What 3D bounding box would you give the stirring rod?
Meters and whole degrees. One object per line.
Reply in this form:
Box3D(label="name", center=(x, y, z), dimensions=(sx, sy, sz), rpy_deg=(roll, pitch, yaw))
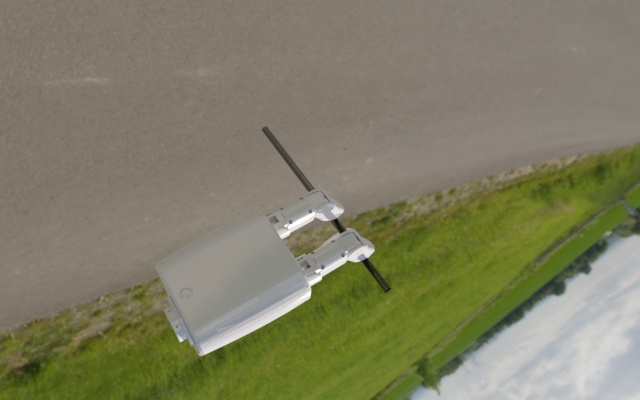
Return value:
Box3D(label="stirring rod", center=(0.000, 0.002, 0.520), dimensions=(0.011, 0.239, 0.011), rpy_deg=(-30, -25, -16))
